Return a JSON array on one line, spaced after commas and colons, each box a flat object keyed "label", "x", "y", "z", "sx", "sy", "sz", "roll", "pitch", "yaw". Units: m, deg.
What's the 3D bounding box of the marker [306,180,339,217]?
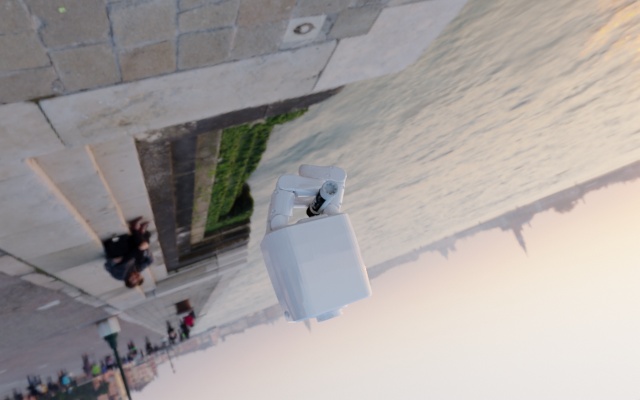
[{"label": "marker", "x": 0.000, "y": 0.002, "z": 0.578, "sx": 0.020, "sy": 0.020, "sz": 0.121, "roll": 0, "pitch": -14, "yaw": -11}]
